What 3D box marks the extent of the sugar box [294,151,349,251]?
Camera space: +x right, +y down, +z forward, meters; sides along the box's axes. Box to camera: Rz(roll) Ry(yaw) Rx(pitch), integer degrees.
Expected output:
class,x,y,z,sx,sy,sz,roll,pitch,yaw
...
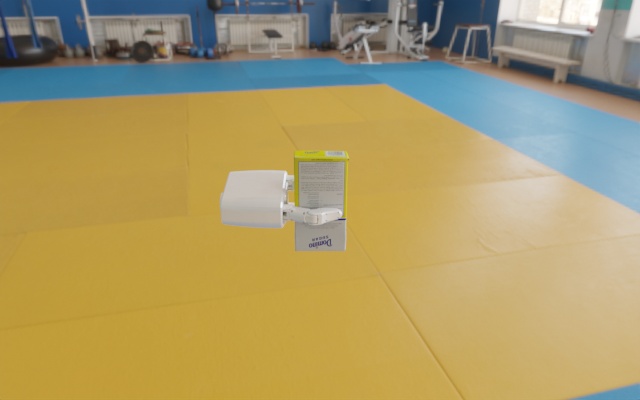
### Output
class,x,y,z,sx,sy,sz,roll,pitch,yaw
sugar box,0.000,0.002,0.838,0.093,0.176,0.048,1,24,-2
